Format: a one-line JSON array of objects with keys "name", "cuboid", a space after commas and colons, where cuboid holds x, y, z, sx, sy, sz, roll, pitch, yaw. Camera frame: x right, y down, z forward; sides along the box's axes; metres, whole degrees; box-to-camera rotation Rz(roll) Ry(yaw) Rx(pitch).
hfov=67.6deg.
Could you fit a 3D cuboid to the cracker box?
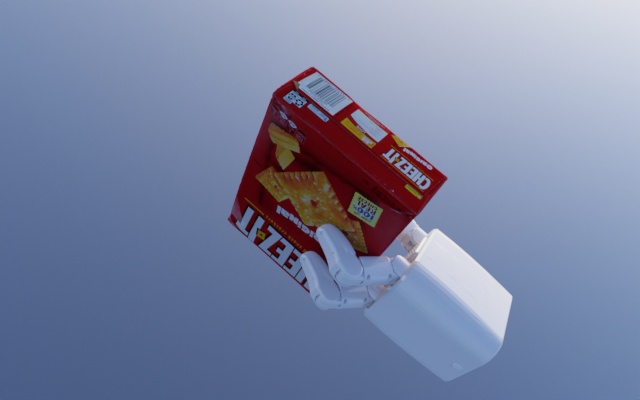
[{"name": "cracker box", "cuboid": [0.000, 0.001, 0.491, 0.072, 0.164, 0.214, -42, -10, -39]}]
